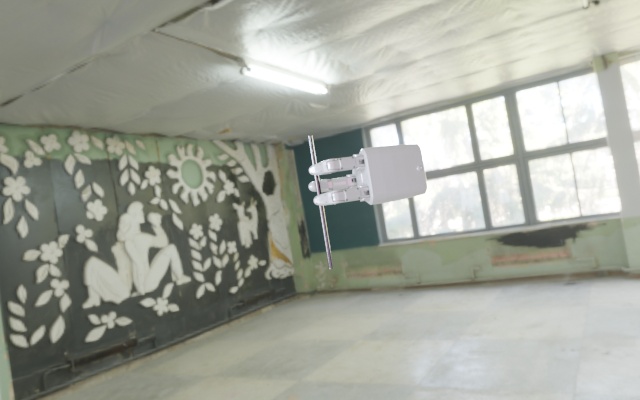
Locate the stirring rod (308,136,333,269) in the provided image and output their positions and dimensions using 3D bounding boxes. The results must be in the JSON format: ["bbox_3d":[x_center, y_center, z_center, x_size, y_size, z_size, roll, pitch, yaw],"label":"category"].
[{"bbox_3d":[0.000,0.003,0.855,0.011,0.239,0.011,-9,-2,0],"label":"stirring rod"}]
